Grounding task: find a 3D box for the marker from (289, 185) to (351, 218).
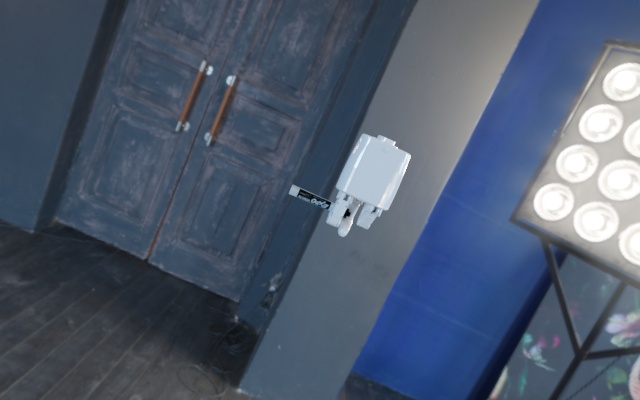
[{"bbox_3d":[0.000,0.003,0.885,0.121,0.020,0.020,23,-2,-4],"label":"marker"}]
